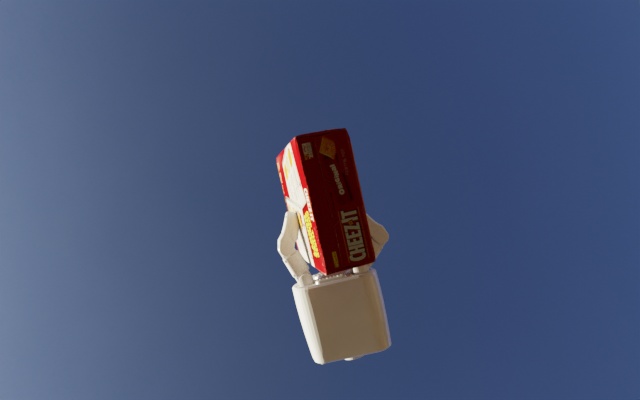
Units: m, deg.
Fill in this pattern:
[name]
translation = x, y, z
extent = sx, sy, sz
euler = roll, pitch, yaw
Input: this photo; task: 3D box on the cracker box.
[cracker box]
translation = 0.000, 0.002, 0.648
extent = 0.072, 0.164, 0.213
euler = -13, 1, -11
